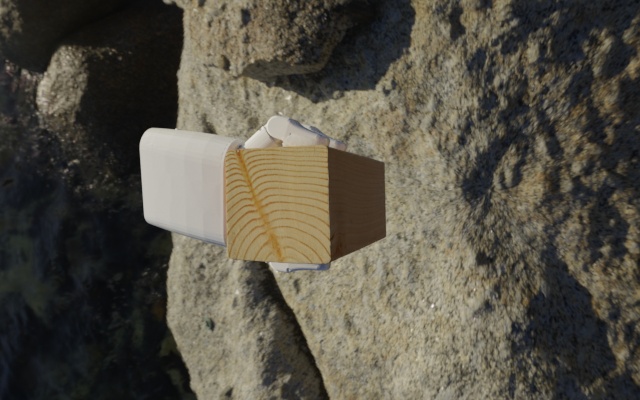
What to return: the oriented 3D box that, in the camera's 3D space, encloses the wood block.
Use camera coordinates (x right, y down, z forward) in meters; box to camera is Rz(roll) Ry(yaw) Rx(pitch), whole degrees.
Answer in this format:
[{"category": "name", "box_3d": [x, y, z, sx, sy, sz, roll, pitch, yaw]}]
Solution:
[{"category": "wood block", "box_3d": [0.000, 0.002, 0.464, 0.090, 0.091, 0.206, 0, 1, 20]}]
